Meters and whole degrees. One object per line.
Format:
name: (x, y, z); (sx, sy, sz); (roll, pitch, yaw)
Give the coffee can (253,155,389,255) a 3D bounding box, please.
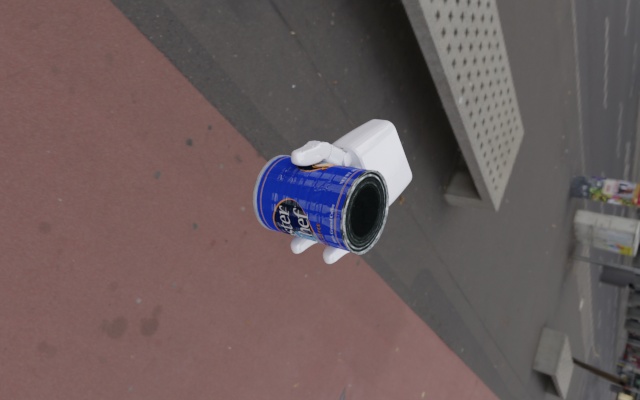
coffee can: (0.000, 0.002, 0.603); (0.140, 0.103, 0.103); (13, 7, 35)
